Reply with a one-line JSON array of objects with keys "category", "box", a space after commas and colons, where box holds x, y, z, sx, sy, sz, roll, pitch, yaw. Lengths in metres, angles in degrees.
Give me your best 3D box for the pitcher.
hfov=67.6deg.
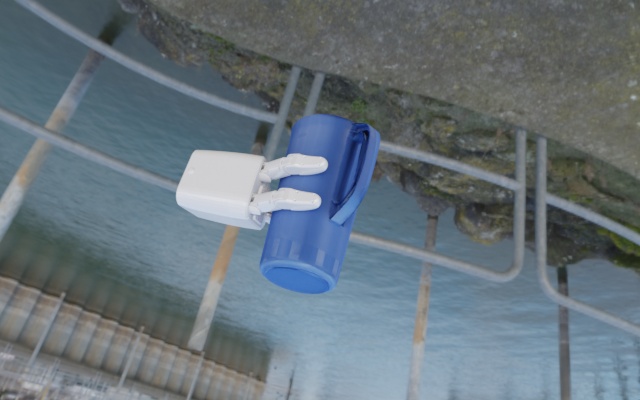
[{"category": "pitcher", "box": [0.000, 0.002, 0.687, 0.145, 0.242, 0.149, 9, -29, 9]}]
